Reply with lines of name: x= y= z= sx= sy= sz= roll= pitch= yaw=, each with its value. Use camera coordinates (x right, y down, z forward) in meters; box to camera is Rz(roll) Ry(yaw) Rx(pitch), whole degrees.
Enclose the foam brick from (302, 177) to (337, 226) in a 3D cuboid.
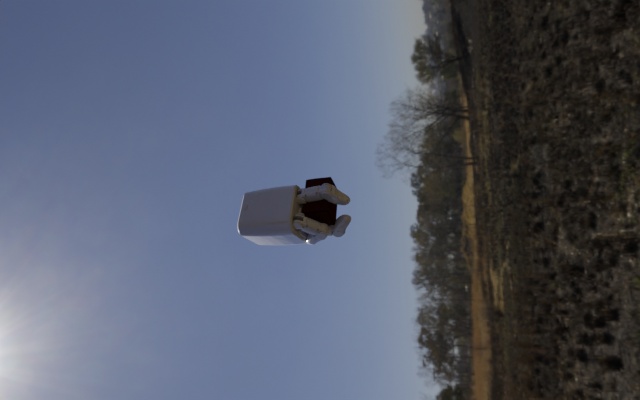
foam brick: x=0.000 y=0.003 z=0.891 sx=0.051 sy=0.078 sz=0.053 roll=-6 pitch=-36 yaw=17
